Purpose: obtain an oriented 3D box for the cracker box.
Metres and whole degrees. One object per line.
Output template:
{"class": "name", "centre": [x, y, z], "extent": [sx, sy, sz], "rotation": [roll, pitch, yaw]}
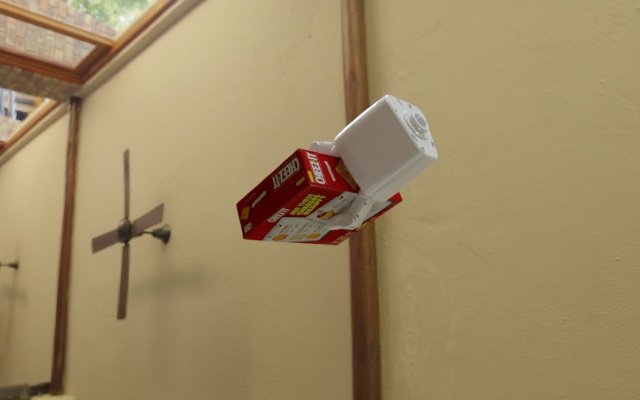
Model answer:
{"class": "cracker box", "centre": [0.000, 0.003, 0.762], "extent": [0.214, 0.072, 0.164], "rotation": [9, -37, -44]}
